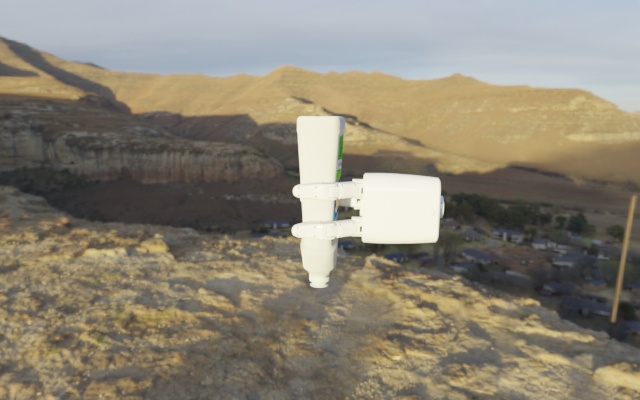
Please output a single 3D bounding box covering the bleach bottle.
[{"bbox_3d":[0.000,0.002,0.710,0.068,0.251,0.102,2,10,6],"label":"bleach bottle"}]
